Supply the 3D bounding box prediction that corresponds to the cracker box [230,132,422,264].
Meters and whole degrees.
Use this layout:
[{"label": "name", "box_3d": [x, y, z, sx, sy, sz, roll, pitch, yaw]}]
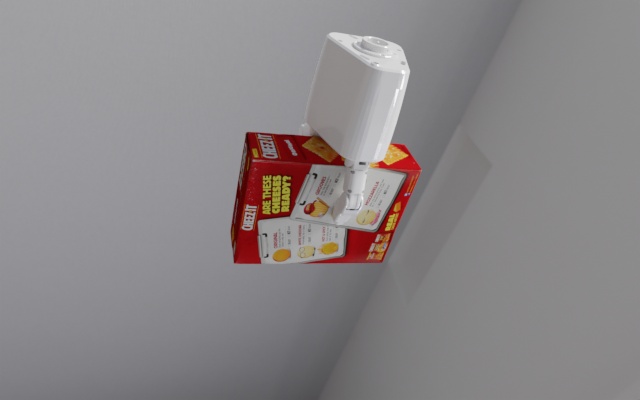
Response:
[{"label": "cracker box", "box_3d": [0.000, 0.002, 0.620, 0.214, 0.164, 0.072, 2, 38, -19]}]
